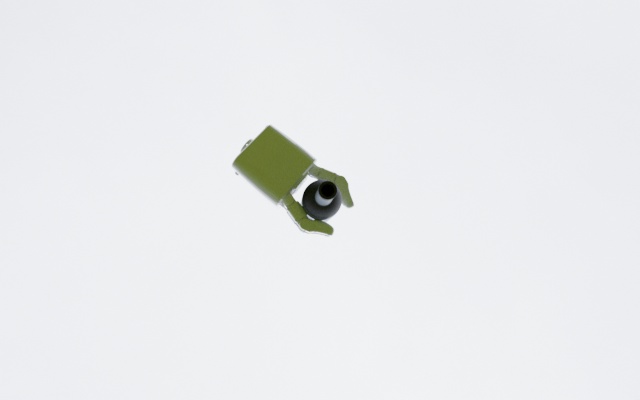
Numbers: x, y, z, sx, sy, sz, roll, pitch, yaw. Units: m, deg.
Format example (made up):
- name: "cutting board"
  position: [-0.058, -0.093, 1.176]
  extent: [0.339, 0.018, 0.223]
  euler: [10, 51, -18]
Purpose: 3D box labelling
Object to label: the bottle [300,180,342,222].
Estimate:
- name: "bottle"
  position: [0.000, 0.003, 0.826]
  extent: [0.069, 0.069, 0.296]
  euler: [0, -7, -4]
